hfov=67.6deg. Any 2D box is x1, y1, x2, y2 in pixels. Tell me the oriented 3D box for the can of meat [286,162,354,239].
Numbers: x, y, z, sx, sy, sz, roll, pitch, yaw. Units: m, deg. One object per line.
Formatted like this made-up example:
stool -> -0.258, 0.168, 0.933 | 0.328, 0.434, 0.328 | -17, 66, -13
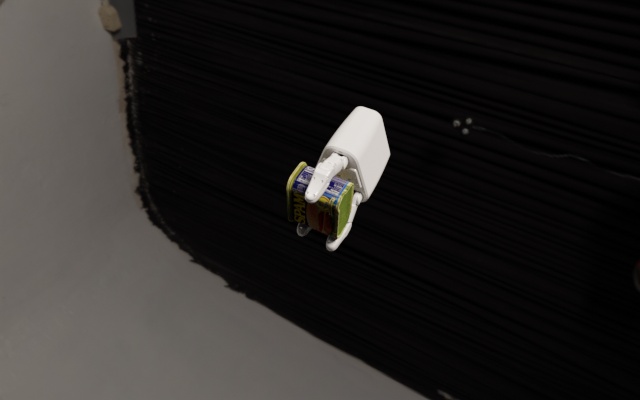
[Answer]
can of meat -> 0.000, 0.002, 0.713 | 0.084, 0.057, 0.102 | 22, -37, 16
